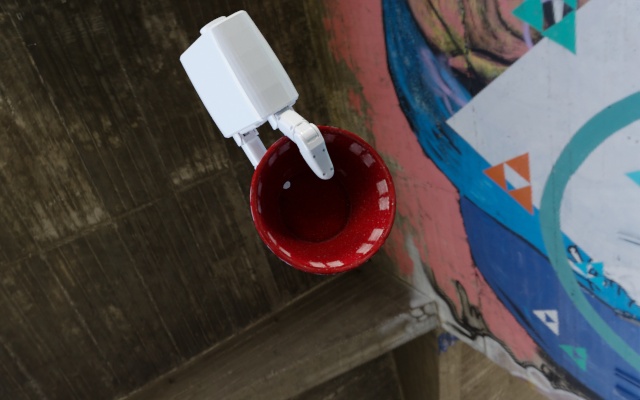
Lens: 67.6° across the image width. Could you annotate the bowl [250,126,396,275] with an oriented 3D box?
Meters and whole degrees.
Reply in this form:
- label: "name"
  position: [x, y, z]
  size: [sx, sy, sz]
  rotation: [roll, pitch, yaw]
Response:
- label: "bowl"
  position: [0.000, 0.003, 0.535]
  size: [0.162, 0.162, 0.055]
  rotation: [0, -9, -14]
